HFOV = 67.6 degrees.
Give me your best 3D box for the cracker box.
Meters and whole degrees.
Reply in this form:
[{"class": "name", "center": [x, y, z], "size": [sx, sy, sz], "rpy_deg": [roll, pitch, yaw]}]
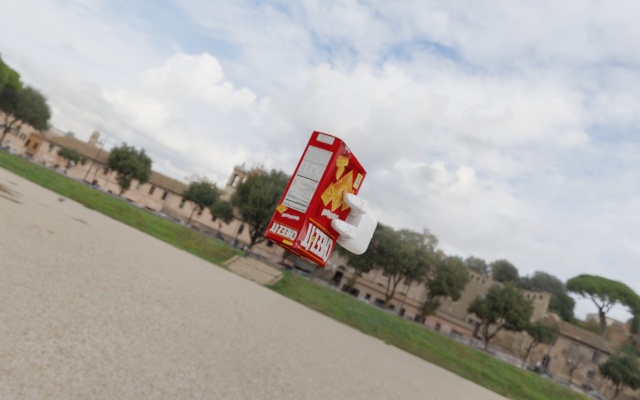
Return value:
[{"class": "cracker box", "center": [0.000, 0.003, 0.896], "size": [0.072, 0.213, 0.164], "rpy_deg": [19, -11, 26]}]
